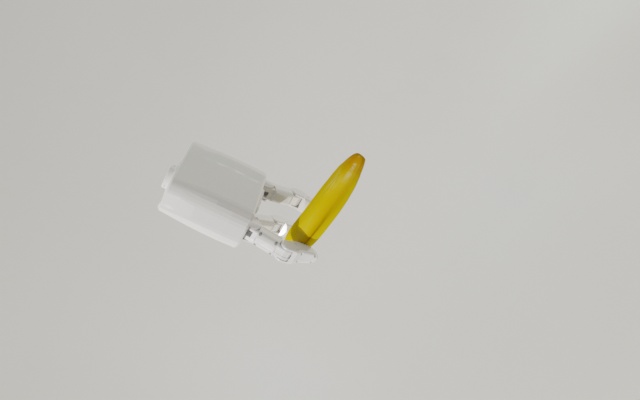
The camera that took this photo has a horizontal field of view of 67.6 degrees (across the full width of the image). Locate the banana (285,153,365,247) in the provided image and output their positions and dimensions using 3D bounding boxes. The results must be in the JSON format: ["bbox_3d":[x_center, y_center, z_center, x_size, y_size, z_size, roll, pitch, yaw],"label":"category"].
[{"bbox_3d":[-0.005,0.017,0.617,0.037,0.069,0.198,27,-44,-12],"label":"banana"}]
